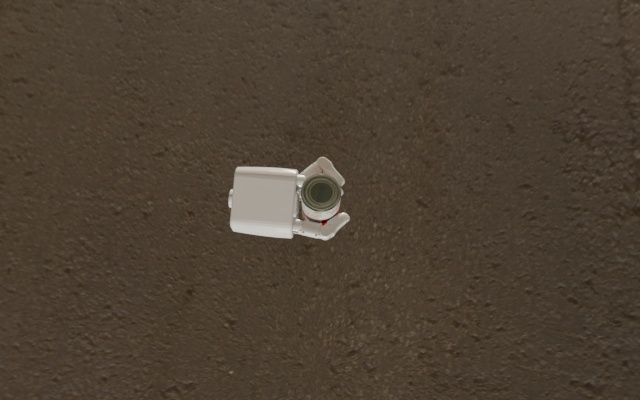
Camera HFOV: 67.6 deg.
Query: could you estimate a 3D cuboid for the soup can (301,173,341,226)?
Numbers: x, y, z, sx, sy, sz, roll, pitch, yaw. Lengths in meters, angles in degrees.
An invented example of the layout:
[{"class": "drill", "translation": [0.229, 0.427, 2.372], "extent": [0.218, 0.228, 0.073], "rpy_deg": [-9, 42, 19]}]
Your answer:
[{"class": "soup can", "translation": [0.001, 0.003, 0.818], "extent": [0.068, 0.068, 0.102], "rpy_deg": [0, -20, -1]}]
